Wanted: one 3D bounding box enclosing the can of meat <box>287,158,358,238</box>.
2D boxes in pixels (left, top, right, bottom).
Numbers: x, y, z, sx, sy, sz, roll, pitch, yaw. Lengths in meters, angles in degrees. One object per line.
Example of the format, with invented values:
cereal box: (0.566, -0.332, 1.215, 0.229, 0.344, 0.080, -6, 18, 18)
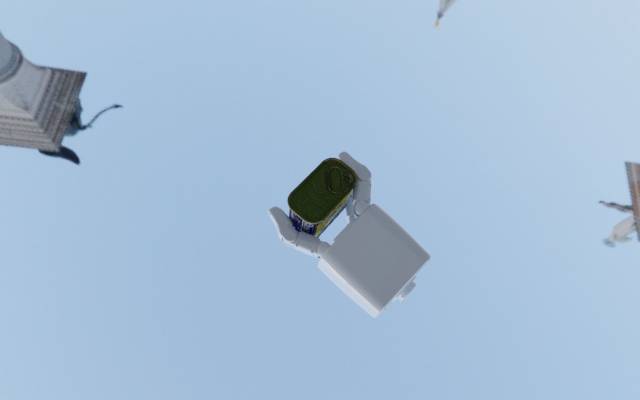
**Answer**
can of meat: (0.000, 0.002, 0.671, 0.057, 0.102, 0.084, 39, -22, 12)
